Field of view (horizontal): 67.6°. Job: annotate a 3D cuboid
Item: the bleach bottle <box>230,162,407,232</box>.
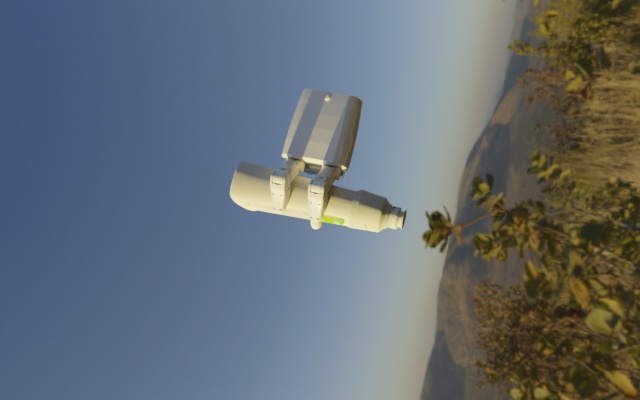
[{"bbox_3d":[0.000,0.002,0.700,0.251,0.068,0.102,13,-8,16],"label":"bleach bottle"}]
